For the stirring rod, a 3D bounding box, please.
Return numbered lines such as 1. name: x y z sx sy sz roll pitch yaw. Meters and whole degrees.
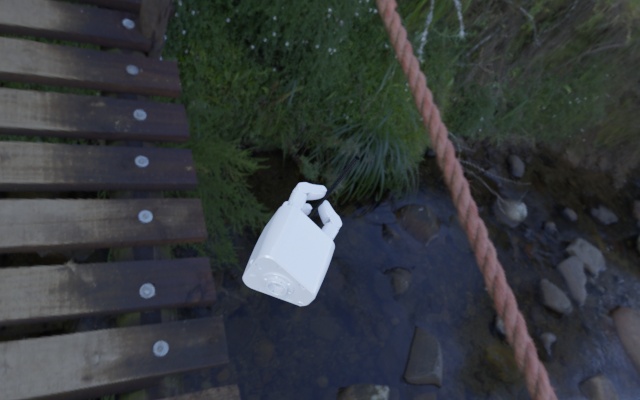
1. stirring rod: 0.000 0.003 0.809 0.011 0.011 0.240 0 -34 -34
